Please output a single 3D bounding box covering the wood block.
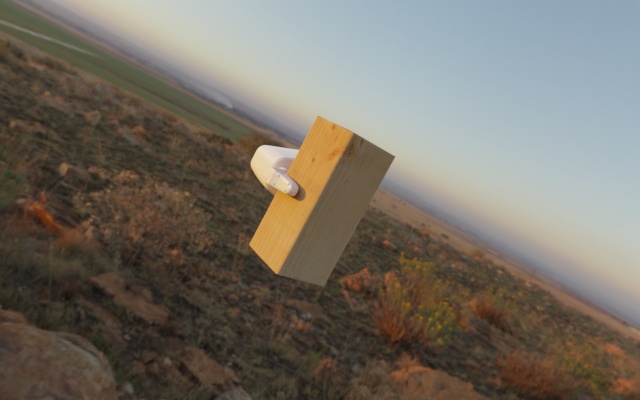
[{"bbox_3d":[0.000,0.002,0.660,0.091,0.206,0.090,22,9,-40],"label":"wood block"}]
